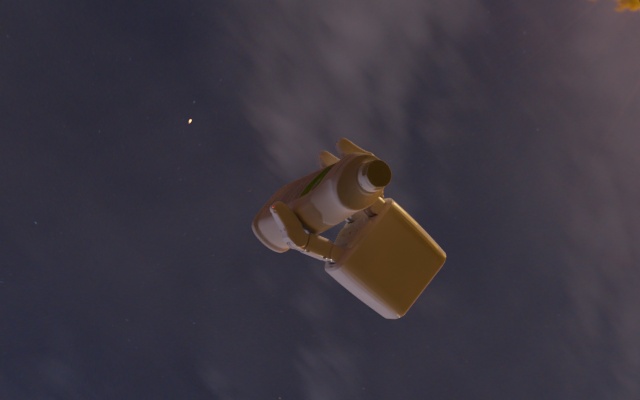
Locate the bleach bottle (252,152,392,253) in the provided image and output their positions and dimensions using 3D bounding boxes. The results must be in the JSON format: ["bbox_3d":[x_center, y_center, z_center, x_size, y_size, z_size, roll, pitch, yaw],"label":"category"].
[{"bbox_3d":[0.000,0.002,0.577,0.068,0.102,0.251,43,-25,-12],"label":"bleach bottle"}]
